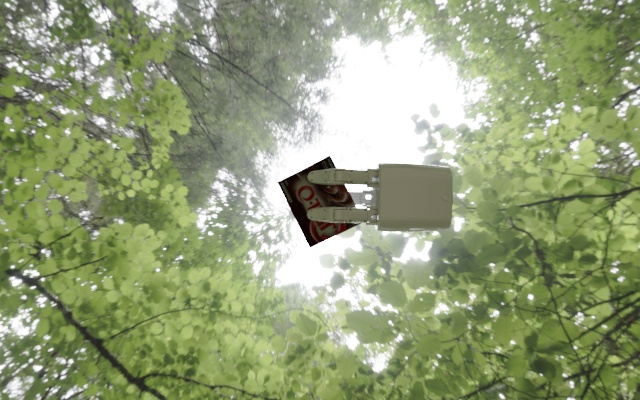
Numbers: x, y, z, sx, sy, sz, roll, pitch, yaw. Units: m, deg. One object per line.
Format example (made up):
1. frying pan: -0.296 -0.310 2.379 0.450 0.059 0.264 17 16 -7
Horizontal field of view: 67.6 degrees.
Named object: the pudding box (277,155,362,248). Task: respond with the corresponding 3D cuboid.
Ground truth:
1. pudding box: 0.000 0.002 0.719 0.090 0.113 0.039 -27 -3 2
